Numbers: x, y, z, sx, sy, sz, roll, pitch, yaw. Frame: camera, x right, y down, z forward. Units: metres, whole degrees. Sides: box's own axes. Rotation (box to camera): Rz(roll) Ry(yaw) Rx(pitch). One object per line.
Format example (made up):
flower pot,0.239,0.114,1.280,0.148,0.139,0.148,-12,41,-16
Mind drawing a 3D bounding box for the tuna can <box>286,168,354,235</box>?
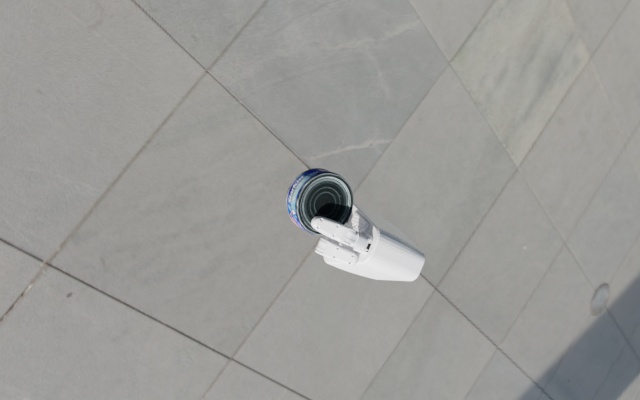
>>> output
tuna can,0.000,0.002,0.628,0.086,0.086,0.033,0,12,-27
